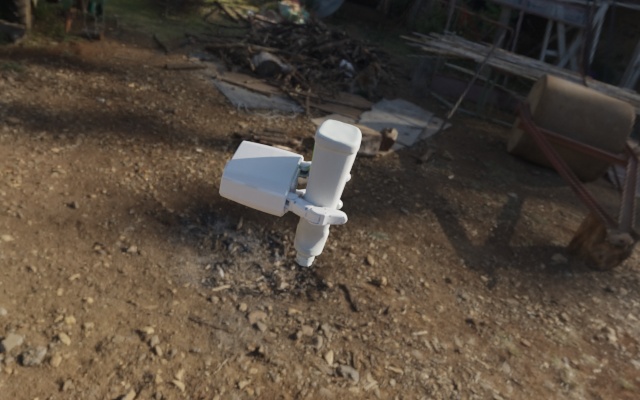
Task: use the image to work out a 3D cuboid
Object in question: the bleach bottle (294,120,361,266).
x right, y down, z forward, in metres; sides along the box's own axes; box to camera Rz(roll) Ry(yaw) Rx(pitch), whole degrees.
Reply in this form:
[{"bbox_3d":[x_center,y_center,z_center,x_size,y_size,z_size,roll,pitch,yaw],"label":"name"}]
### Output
[{"bbox_3d":[0.000,0.002,0.775,0.068,0.251,0.102,17,26,2],"label":"bleach bottle"}]
